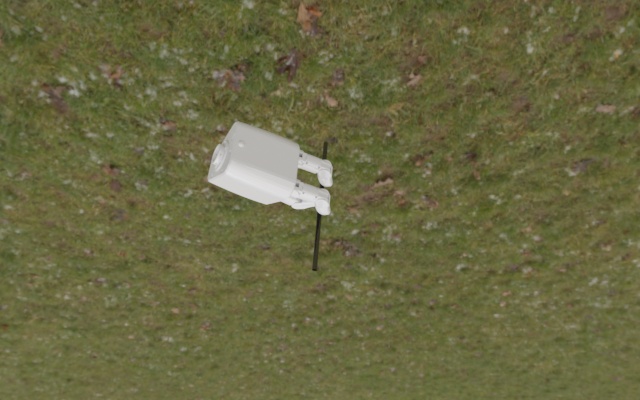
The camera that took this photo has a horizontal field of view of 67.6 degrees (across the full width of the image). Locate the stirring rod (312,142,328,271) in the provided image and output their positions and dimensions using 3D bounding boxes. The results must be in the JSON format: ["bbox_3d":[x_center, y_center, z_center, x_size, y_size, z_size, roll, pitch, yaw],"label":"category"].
[{"bbox_3d":[0.000,0.003,0.796,0.011,0.239,0.011,4,-29,2],"label":"stirring rod"}]
